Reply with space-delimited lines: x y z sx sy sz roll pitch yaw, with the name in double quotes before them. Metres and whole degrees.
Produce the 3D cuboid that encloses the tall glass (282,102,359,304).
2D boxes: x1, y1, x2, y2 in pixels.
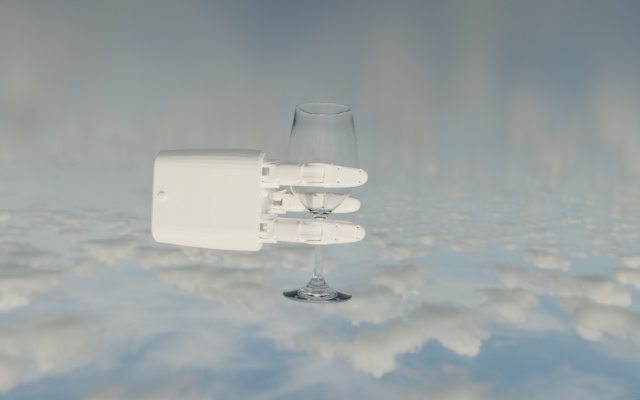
"tall glass" 0.000 0.002 0.507 0.079 0.201 0.079 2 0 0
